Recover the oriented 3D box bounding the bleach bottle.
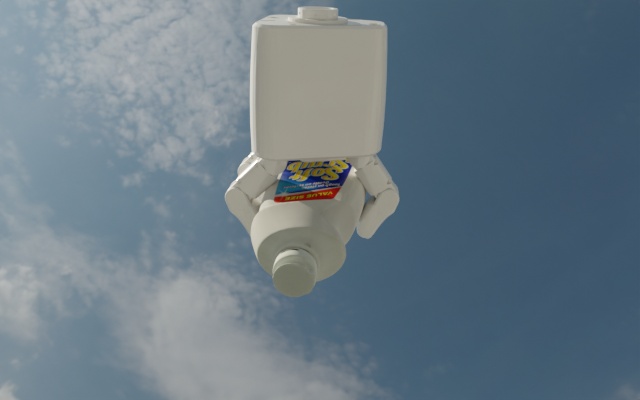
[{"bbox_3d":[0.000,0.001,0.437,0.102,0.068,0.250,5,26,3],"label":"bleach bottle"}]
